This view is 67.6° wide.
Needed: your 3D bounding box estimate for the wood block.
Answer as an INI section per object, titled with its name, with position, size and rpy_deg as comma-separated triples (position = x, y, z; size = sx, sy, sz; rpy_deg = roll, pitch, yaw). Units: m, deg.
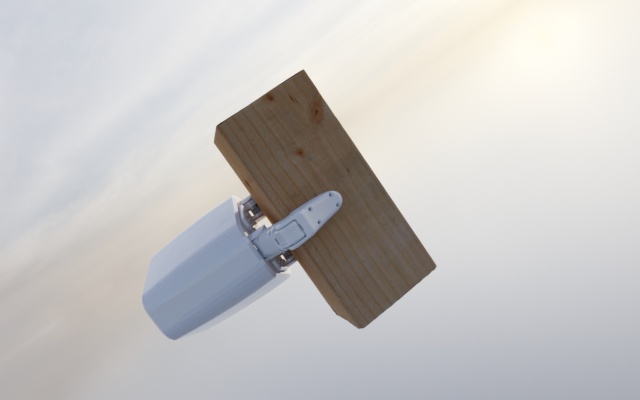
[wood block]
position = 0.000, 0.002, 0.437
size = 0.090, 0.206, 0.091
rpy_deg = -36, 6, -13
